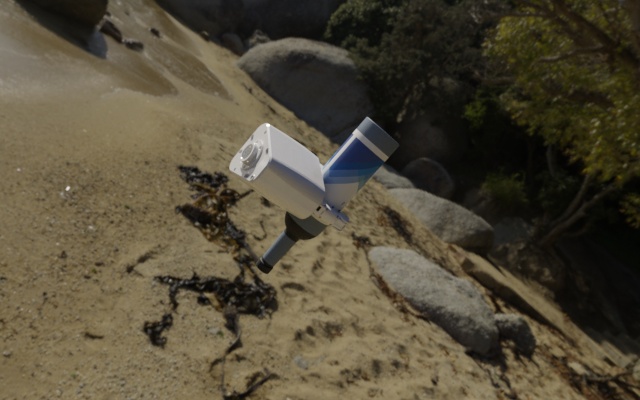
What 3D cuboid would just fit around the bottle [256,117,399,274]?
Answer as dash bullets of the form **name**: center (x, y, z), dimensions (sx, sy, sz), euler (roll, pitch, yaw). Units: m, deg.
- **bottle**: center (0.000, 0.002, 0.754), dimensions (0.069, 0.296, 0.069), euler (40, 10, -9)
